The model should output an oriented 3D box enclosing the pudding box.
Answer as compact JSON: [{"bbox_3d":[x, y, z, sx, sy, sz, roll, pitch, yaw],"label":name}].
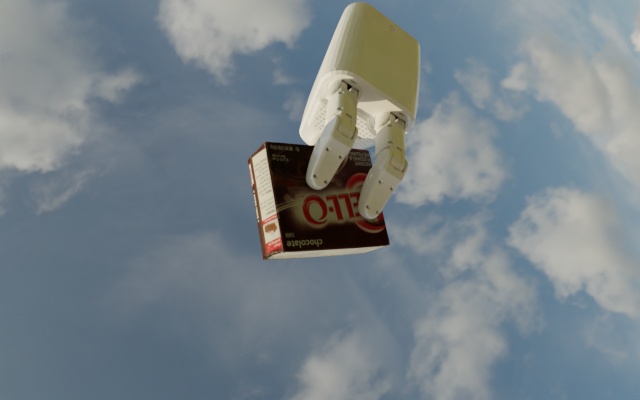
[{"bbox_3d":[0.000,0.001,0.404,0.113,0.090,0.039,-1,-18,-35],"label":"pudding box"}]
